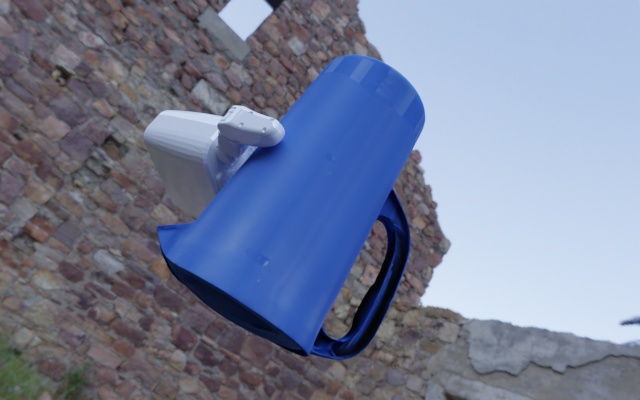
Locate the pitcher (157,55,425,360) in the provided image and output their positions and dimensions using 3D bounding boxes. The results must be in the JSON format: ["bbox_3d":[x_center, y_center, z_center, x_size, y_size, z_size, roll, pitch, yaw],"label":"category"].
[{"bbox_3d":[0.000,0.001,0.407,0.145,0.242,0.149,16,-27,37],"label":"pitcher"}]
